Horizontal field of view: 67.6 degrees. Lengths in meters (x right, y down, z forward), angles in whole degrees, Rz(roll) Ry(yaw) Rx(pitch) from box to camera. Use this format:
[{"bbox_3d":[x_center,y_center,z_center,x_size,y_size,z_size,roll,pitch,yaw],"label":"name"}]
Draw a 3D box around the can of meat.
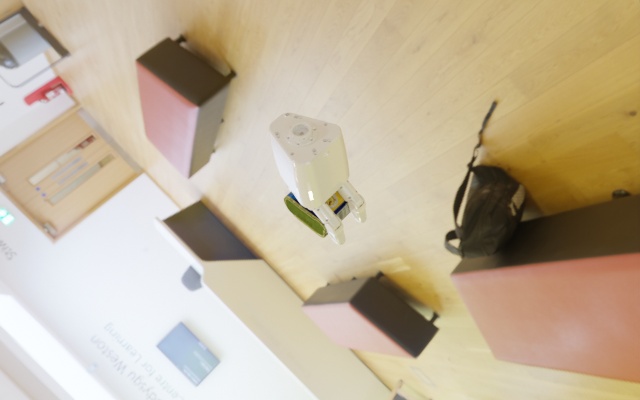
[{"bbox_3d":[0.000,0.003,0.819,0.102,0.084,0.057,36,-23,24],"label":"can of meat"}]
